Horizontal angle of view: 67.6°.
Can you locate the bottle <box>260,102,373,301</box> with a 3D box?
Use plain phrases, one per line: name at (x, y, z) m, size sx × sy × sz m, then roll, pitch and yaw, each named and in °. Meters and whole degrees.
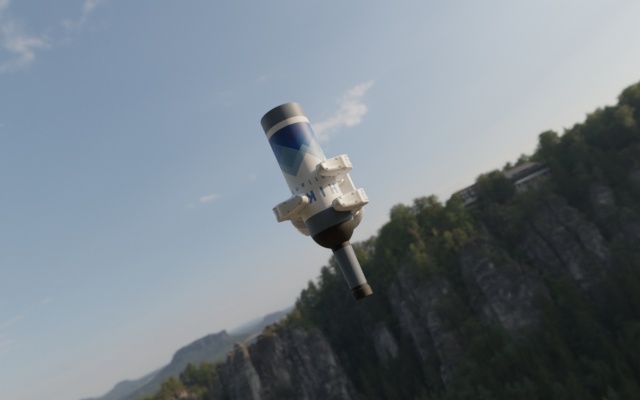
bottle at (0.000, 0.002, 0.685) m, size 0.069 × 0.295 × 0.069 m, roll -23°, pitch -12°, yaw -5°
